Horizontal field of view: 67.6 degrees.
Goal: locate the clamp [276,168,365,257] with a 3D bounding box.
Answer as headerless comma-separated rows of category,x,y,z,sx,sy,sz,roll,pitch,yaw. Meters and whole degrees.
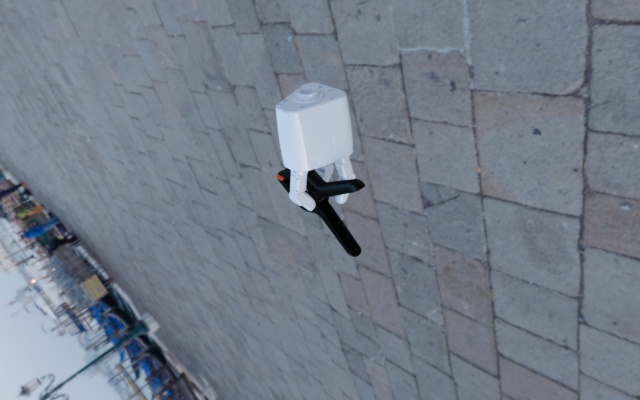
clamp,-0.001,0.003,0.851,0.036,0.165,0.210,-32,42,-33
